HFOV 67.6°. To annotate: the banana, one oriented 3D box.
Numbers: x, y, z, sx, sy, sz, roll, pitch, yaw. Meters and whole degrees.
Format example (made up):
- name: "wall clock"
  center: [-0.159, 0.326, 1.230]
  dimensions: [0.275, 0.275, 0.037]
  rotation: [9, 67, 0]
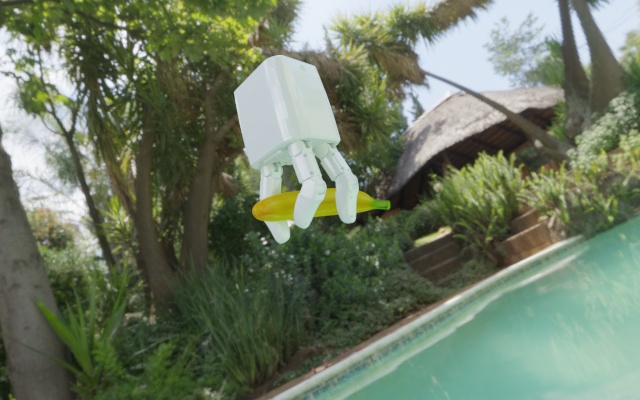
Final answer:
- name: "banana"
  center: [-0.007, 0.003, 0.614]
  dimensions: [0.198, 0.037, 0.069]
  rotation: [-5, -2, -32]
